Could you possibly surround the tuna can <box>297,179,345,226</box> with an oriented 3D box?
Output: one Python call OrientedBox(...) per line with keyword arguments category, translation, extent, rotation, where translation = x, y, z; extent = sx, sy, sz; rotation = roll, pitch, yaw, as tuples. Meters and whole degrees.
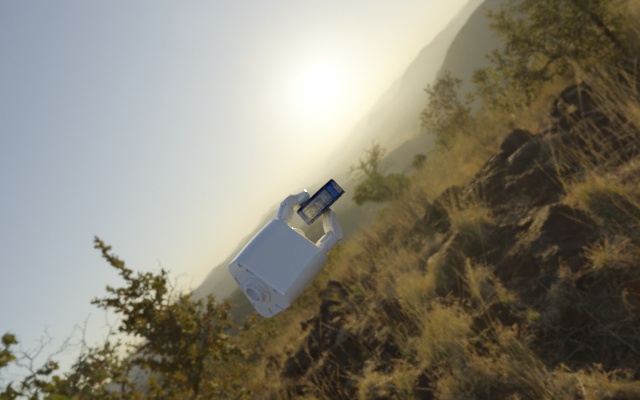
OrientedBox(category="tuna can", translation=(0.000, 0.002, 0.808), extent=(0.086, 0.034, 0.086), rotation=(-43, 0, 0))
